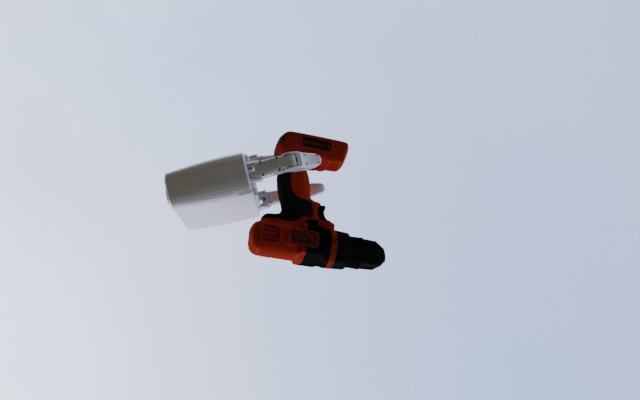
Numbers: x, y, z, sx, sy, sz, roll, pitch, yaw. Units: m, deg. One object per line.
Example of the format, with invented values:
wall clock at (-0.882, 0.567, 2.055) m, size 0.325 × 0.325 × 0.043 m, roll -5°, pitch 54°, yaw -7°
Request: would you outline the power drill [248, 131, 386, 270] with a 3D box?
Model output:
power drill at (0.000, 0.002, 0.656) m, size 0.184 × 0.187 × 0.057 m, roll 11°, pitch -32°, yaw -15°
